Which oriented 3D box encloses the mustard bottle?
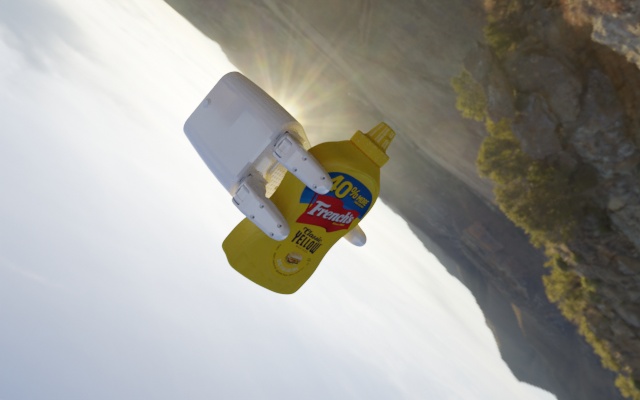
[{"bbox_3d":[0.000,0.002,0.459,0.096,0.191,0.058,36,10,-39],"label":"mustard bottle"}]
